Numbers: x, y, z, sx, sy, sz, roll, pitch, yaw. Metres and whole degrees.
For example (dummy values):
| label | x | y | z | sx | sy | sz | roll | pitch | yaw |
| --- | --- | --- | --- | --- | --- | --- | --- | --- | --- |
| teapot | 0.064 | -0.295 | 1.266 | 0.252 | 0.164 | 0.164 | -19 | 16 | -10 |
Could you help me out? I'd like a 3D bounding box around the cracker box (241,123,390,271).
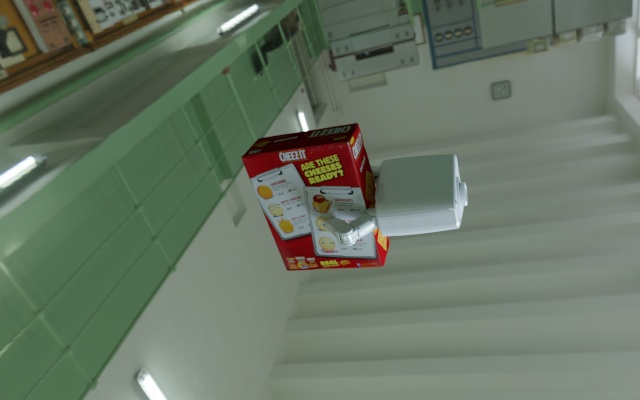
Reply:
| label | x | y | z | sx | sy | sz | roll | pitch | yaw |
| --- | --- | --- | --- | --- | --- | --- | --- | --- | --- |
| cracker box | 0.000 | 0.003 | 0.715 | 0.164 | 0.214 | 0.072 | -6 | 31 | 22 |
